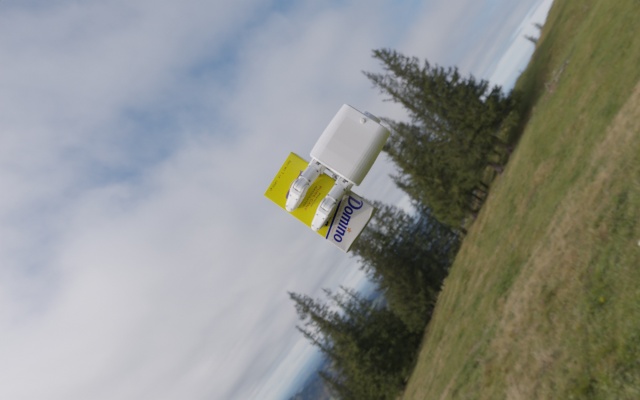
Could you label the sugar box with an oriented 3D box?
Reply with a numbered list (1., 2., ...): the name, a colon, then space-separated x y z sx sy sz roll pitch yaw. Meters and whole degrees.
1. sugar box: 0.000 0.003 0.821 0.176 0.093 0.048 34 6 12
